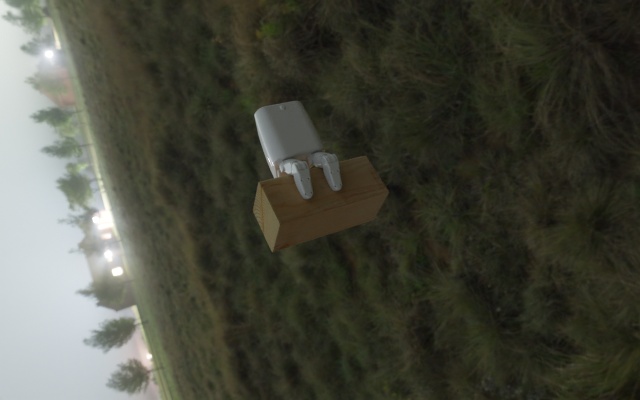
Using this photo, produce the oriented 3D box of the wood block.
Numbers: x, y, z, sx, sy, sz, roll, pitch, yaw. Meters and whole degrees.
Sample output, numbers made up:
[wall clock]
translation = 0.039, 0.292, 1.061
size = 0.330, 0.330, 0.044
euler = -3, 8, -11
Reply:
[wood block]
translation = 0.000, 0.003, 0.823
size = 0.206, 0.090, 0.091
euler = -16, -29, -25
